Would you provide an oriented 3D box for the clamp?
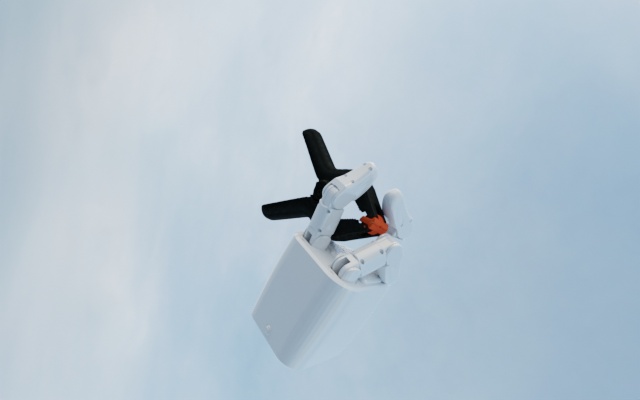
[{"bbox_3d":[0.001,0.002,0.531,0.039,0.120,0.171,19,18,-43],"label":"clamp"}]
